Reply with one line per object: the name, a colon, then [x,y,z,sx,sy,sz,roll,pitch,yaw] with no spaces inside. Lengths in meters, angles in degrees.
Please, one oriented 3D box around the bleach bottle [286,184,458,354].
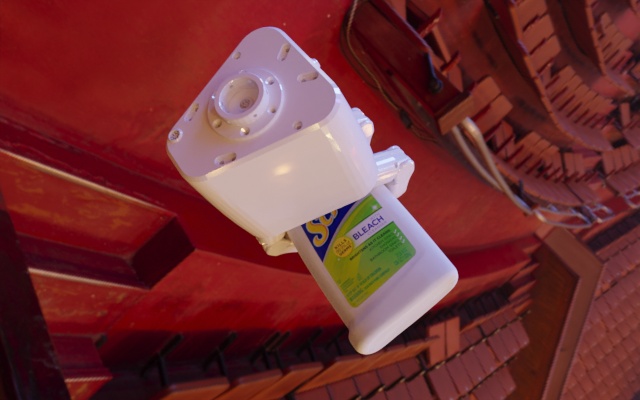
bleach bottle: [0.000,0.001,0.422,0.102,0.250,0.068,-40,-27,0]
